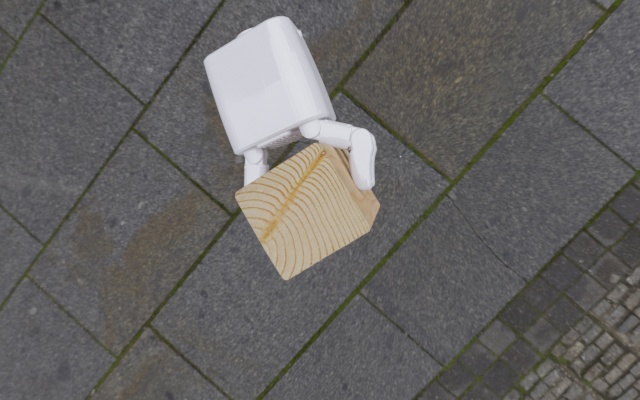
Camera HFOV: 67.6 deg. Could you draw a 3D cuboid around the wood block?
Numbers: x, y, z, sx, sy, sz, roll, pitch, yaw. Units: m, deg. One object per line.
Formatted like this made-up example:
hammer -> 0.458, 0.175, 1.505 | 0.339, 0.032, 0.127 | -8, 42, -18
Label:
wood block -> 0.000, 0.001, 0.504 | 0.091, 0.090, 0.206 | -31, -1, 11
